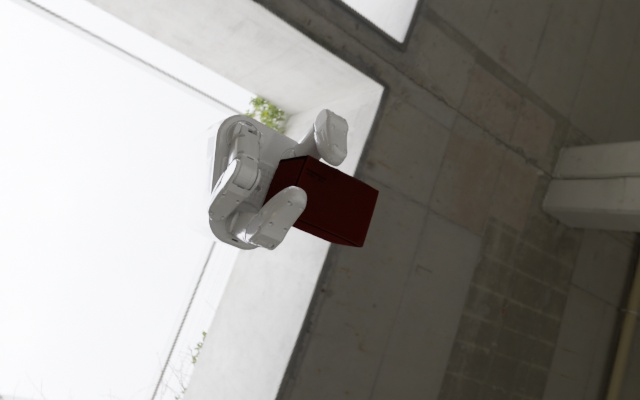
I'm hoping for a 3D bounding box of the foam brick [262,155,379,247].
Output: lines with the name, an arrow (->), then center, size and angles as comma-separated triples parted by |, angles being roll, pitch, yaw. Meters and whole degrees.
foam brick -> 0.000, 0.002, 0.406 | 0.078, 0.053, 0.051 | 26, -13, -27
